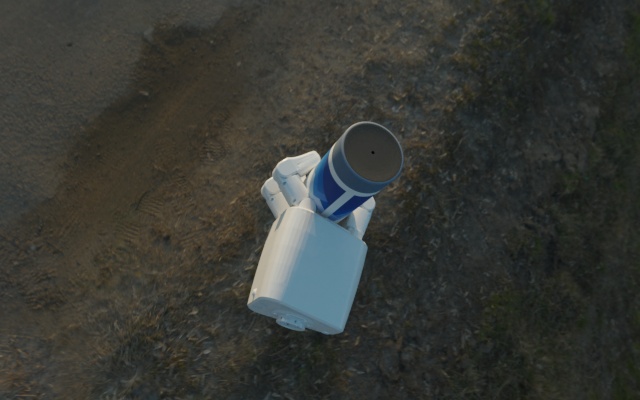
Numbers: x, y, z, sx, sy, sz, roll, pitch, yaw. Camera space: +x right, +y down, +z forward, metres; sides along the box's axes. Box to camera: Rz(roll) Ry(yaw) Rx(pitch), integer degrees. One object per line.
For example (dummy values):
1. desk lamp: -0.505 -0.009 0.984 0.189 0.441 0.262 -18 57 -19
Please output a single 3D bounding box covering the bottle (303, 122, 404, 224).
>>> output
1. bottle: 0.000 0.002 0.586 0.069 0.069 0.296 0 -19 -21
